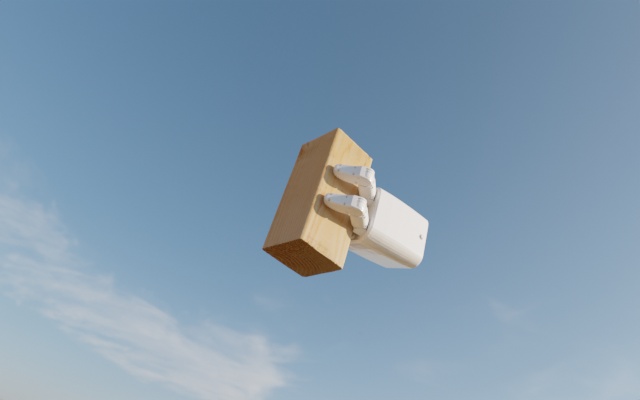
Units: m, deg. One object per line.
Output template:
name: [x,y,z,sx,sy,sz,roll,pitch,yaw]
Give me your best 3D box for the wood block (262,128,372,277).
wood block: [0.000,0.003,0.740,0.090,0.206,0.091,39,-38,-28]
